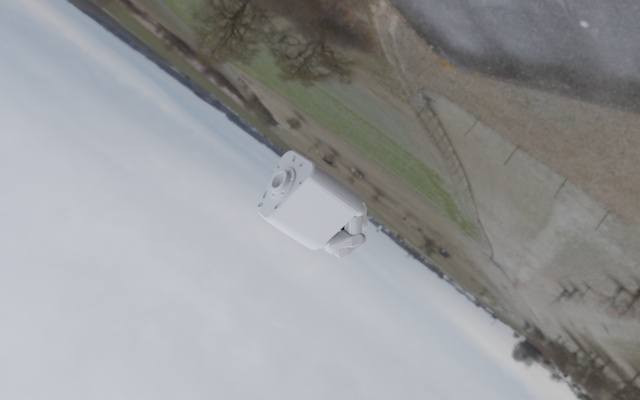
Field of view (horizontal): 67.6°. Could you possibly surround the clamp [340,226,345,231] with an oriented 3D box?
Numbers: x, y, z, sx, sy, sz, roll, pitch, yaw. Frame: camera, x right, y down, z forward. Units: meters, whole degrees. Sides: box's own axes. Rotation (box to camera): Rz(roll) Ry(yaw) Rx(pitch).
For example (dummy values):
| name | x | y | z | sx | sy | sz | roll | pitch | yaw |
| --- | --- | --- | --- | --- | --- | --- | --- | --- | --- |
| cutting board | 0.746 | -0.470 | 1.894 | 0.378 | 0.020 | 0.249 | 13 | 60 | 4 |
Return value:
| name | x | y | z | sx | sy | sz | roll | pitch | yaw |
| --- | --- | --- | --- | --- | --- | --- | --- | --- | --- |
| clamp | 0.000 | 0.003 | 0.806 | 0.120 | 0.039 | 0.171 | 34 | 1 | -37 |
